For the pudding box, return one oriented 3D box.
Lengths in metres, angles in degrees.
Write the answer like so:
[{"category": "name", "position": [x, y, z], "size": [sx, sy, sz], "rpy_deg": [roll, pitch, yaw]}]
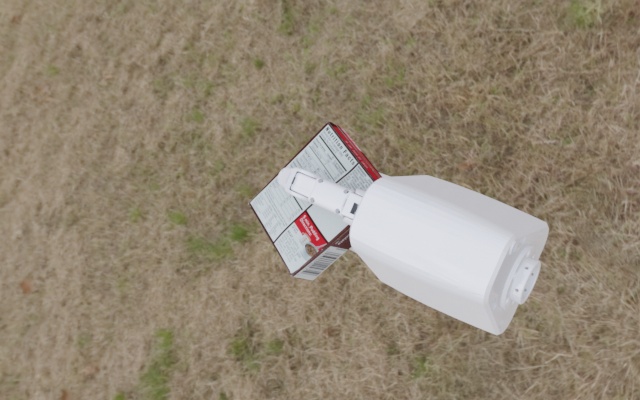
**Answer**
[{"category": "pudding box", "position": [0.000, 0.001, 0.422], "size": [0.113, 0.090, 0.039], "rpy_deg": [-43, -29, 16]}]
